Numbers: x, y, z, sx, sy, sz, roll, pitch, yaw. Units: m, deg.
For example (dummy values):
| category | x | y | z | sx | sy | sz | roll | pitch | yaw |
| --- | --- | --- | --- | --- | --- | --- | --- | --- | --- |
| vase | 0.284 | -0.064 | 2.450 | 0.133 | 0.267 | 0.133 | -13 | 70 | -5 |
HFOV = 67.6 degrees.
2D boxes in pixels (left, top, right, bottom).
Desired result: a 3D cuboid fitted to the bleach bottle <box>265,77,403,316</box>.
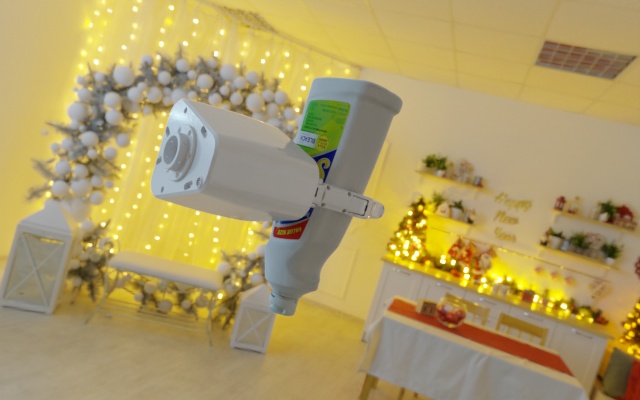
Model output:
| category | x | y | z | sx | sy | sz | roll | pitch | yaw |
| --- | --- | --- | --- | --- | --- | --- | --- | --- | --- |
| bleach bottle | 0.000 | 0.002 | 0.503 | 0.068 | 0.251 | 0.102 | 15 | 3 | -43 |
